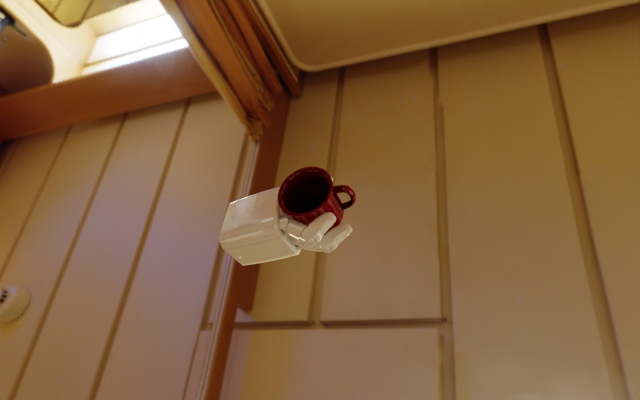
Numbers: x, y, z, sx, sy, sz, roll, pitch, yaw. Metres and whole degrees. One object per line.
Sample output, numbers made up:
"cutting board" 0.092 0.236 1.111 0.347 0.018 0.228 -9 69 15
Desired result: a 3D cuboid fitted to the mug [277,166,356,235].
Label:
"mug" 0.002 0.002 0.774 0.117 0.093 0.081 -15 -36 15
